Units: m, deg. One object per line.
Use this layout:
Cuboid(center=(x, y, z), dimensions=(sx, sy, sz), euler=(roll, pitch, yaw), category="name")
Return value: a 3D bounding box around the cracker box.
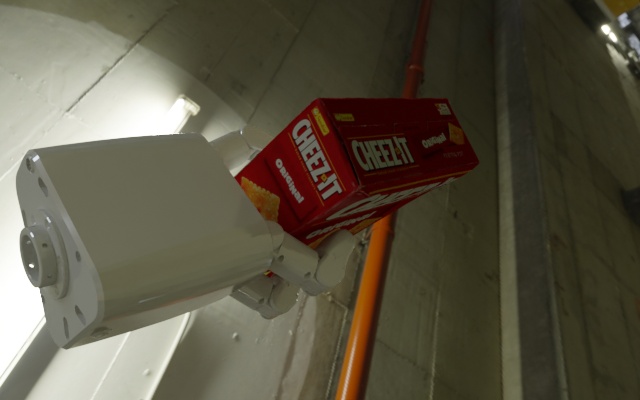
Cuboid(center=(0.000, 0.001, 0.402), dimensions=(0.164, 0.072, 0.214), euler=(-14, -16, -47), category="cracker box")
